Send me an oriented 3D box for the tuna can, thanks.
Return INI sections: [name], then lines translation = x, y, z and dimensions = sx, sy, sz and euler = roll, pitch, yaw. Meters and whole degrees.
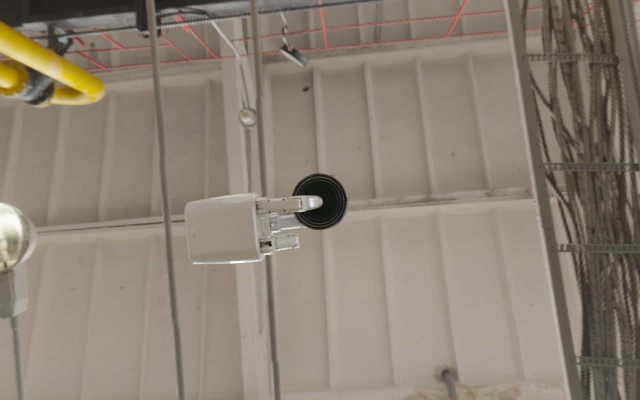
[tuna can]
translation = 0.000, 0.002, 0.732
dimensions = 0.086, 0.086, 0.034
euler = 0, -2, 10
